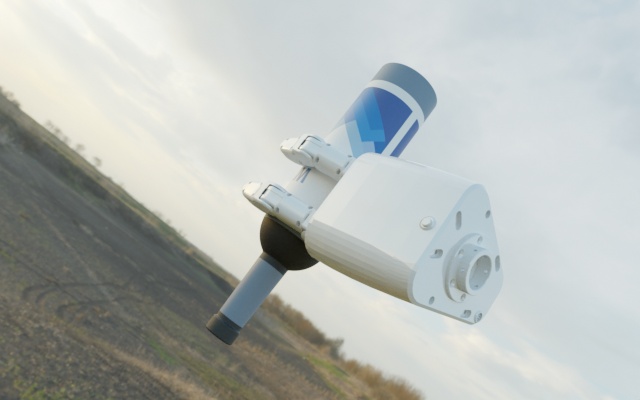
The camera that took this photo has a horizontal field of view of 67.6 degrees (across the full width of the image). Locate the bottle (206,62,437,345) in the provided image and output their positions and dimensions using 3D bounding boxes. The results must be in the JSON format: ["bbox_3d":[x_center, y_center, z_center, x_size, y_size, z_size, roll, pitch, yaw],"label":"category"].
[{"bbox_3d":[0.000,0.001,0.439,0.069,0.295,0.069,35,-14,10],"label":"bottle"}]
